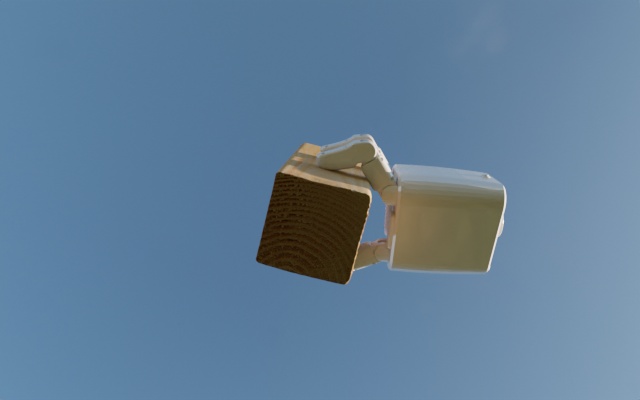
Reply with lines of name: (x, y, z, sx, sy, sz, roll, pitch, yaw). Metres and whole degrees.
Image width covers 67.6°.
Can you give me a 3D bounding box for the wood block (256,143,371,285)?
wood block: (0.000, 0.002, 0.525, 0.090, 0.091, 0.206, 14, 14, 1)
